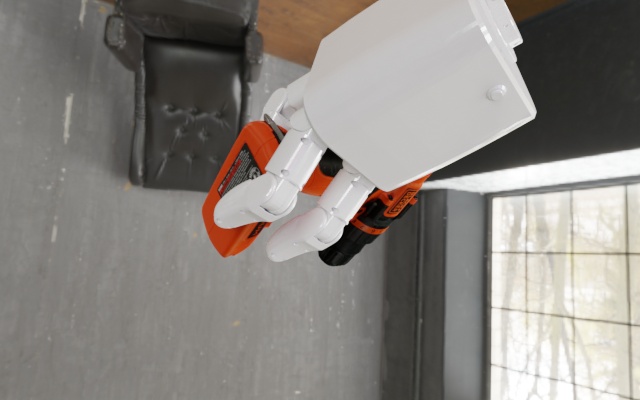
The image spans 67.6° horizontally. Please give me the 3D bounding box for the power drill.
[{"bbox_3d":[0.000,0.001,0.406,0.187,0.057,0.184,-3,-41,-43],"label":"power drill"}]
